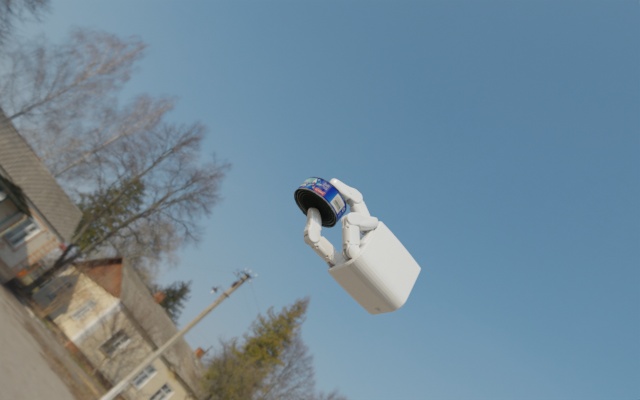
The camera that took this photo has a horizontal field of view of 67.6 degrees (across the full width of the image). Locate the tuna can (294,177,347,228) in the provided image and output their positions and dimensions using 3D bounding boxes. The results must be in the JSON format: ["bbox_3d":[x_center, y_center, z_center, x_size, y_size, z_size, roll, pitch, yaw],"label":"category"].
[{"bbox_3d":[0.000,0.002,0.784,0.086,0.086,0.033,0,41,51],"label":"tuna can"}]
